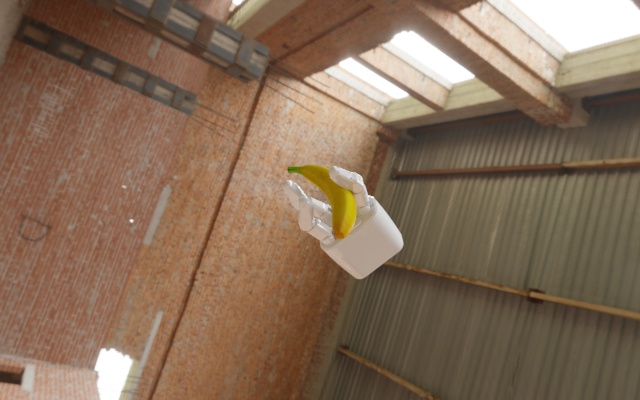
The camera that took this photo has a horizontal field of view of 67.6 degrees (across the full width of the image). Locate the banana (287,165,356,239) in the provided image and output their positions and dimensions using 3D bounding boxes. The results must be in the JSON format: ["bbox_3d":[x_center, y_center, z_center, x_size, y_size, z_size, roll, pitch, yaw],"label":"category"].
[{"bbox_3d":[0.015,-0.007,0.745,0.069,0.037,0.197,-25,40,-12],"label":"banana"}]
